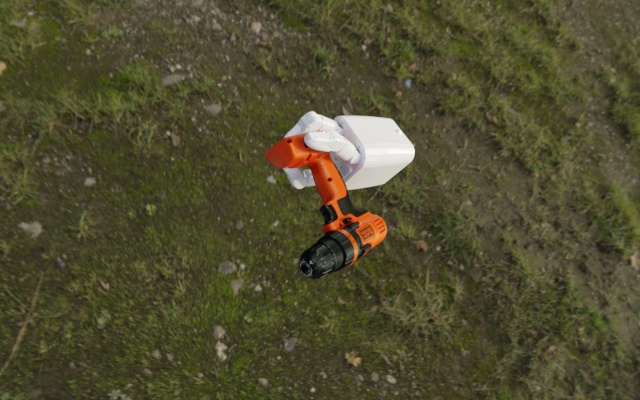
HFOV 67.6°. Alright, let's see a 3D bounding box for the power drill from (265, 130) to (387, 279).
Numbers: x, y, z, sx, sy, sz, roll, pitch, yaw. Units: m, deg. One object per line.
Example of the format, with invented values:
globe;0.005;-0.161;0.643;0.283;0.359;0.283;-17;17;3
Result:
power drill;0.000;0.002;0.650;0.057;0.187;0.184;-30;-5;35
